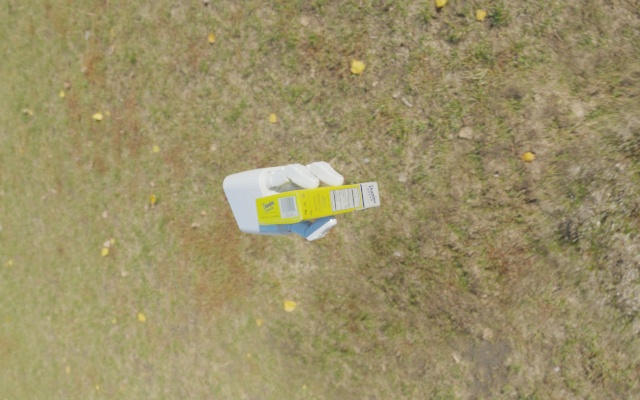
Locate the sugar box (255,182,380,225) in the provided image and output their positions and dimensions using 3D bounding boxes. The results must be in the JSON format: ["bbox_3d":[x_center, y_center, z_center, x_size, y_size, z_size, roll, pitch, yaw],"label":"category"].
[{"bbox_3d":[0.000,0.002,0.719,0.093,0.048,0.176,-6,4,44],"label":"sugar box"}]
